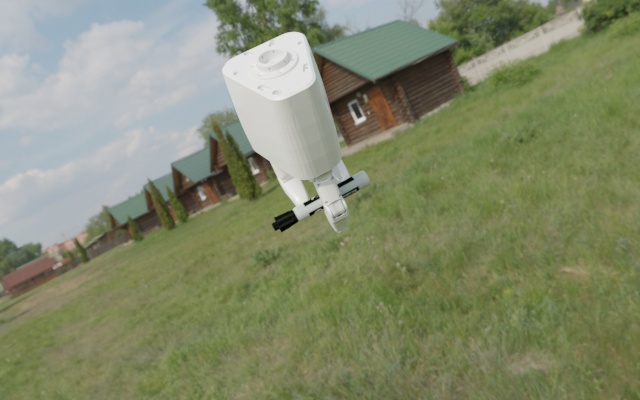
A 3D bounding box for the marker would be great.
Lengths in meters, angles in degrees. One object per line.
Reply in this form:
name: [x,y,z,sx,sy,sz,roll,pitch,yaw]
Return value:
marker: [0.000,0.002,0.539,0.121,0.020,0.020,-28,4,-8]
